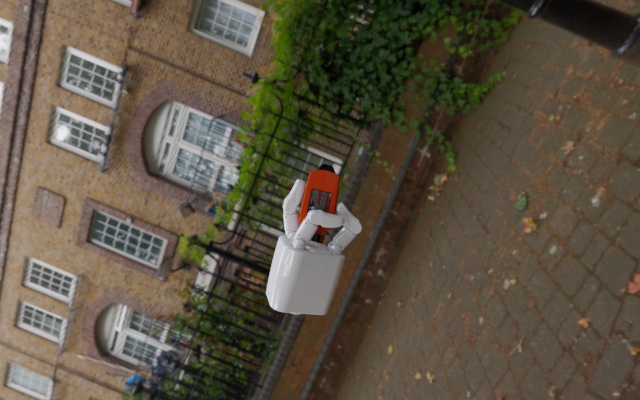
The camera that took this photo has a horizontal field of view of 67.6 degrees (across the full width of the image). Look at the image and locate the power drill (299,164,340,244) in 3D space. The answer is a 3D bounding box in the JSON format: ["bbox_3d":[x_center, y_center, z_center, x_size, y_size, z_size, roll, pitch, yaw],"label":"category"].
[{"bbox_3d":[0.000,0.003,0.876,0.057,0.184,0.188,9,-11,1],"label":"power drill"}]
